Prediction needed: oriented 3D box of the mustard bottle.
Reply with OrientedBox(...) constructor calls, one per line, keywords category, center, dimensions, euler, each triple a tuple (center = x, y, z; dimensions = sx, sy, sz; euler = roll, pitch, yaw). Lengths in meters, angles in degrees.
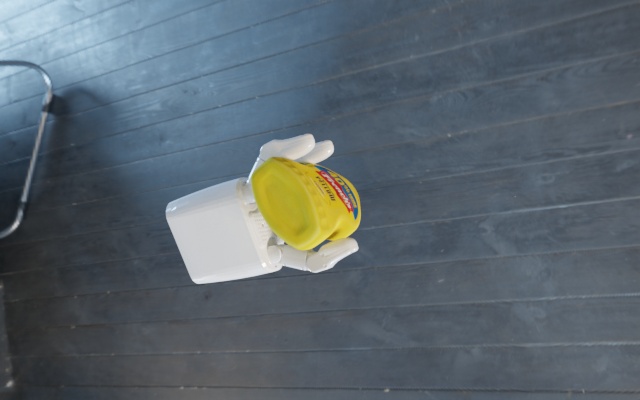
OrientedBox(category="mustard bottle", center=(0.000, 0.002, 0.546), dimensions=(0.058, 0.096, 0.191), euler=(-40, -14, 18))
